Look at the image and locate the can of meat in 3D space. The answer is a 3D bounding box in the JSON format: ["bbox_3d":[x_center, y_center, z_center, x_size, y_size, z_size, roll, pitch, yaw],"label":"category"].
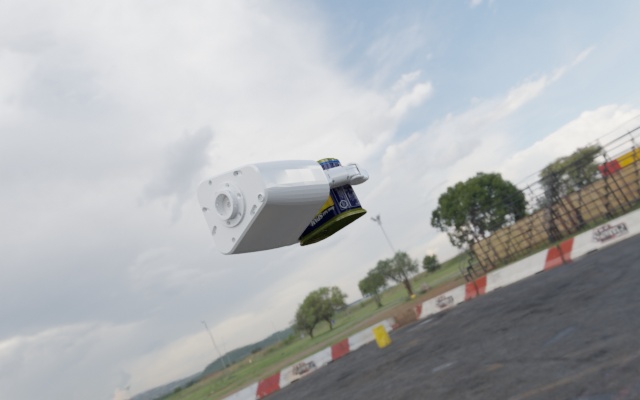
[{"bbox_3d":[0.000,0.002,0.643,0.057,0.084,0.102,-9,-20,-49],"label":"can of meat"}]
